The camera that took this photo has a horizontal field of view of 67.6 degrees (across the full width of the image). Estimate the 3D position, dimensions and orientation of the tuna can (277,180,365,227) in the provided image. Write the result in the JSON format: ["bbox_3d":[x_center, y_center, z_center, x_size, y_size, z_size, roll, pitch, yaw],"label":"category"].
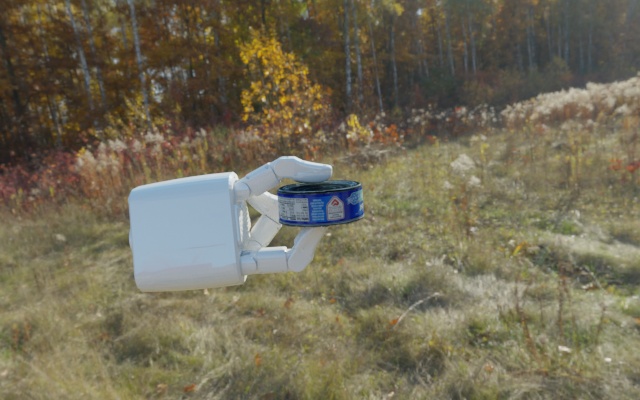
[{"bbox_3d":[0.000,0.001,0.474,0.086,0.034,0.086,-4,9,1],"label":"tuna can"}]
